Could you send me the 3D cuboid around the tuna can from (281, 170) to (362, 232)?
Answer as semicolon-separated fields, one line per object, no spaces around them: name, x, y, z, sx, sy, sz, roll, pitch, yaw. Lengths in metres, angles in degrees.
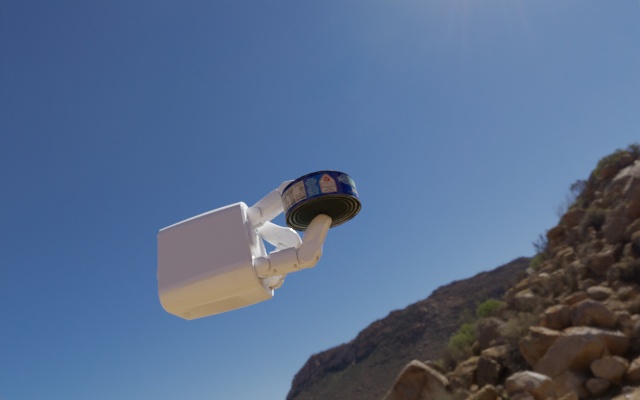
tuna can;0.000;0.001;0.533;0.086;0.033;0.086;-11;-26;-5
